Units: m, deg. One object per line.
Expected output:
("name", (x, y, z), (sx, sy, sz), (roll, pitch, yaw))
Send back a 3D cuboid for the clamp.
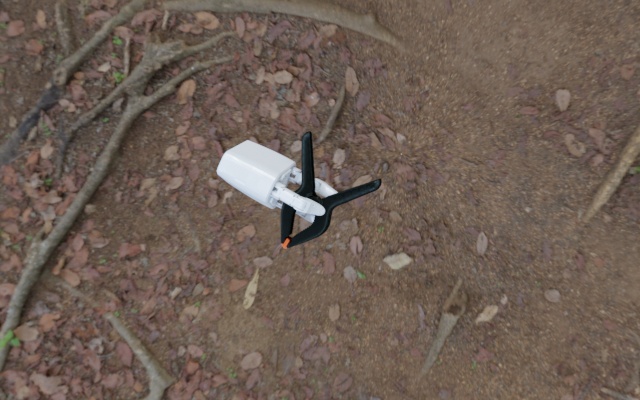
("clamp", (0.000, 0.003, 0.861), (0.164, 0.210, 0.036), (28, 9, 8))
